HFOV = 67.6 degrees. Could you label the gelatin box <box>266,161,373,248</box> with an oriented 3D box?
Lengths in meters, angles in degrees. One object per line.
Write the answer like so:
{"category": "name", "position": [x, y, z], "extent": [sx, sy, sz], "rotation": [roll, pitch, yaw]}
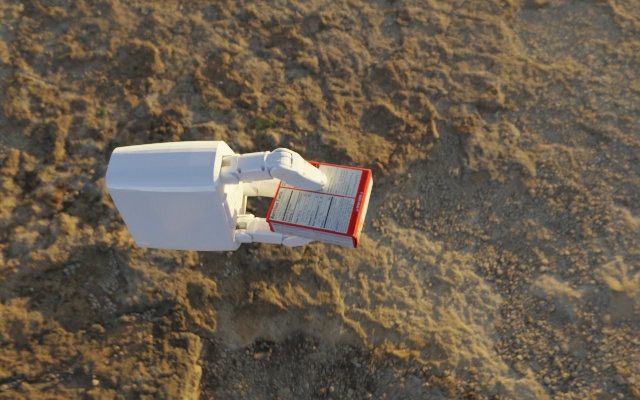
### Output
{"category": "gelatin box", "position": [0.000, 0.001, 0.465], "extent": [0.089, 0.073, 0.030], "rotation": [9, -28, 15]}
